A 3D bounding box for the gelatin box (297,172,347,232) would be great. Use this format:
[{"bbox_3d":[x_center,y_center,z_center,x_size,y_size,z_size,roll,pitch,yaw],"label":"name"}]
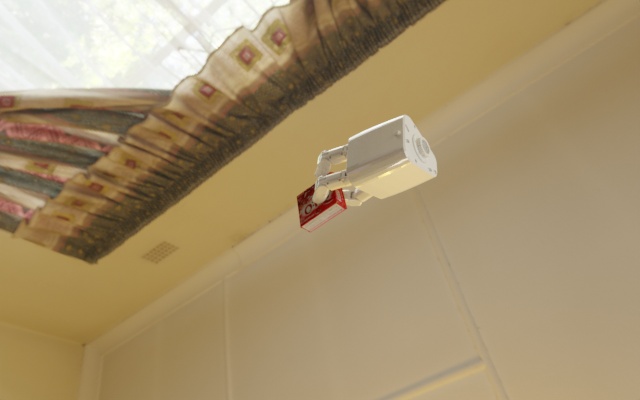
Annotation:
[{"bbox_3d":[0.000,0.003,0.844,0.089,0.073,0.030,-35,-46,27],"label":"gelatin box"}]
